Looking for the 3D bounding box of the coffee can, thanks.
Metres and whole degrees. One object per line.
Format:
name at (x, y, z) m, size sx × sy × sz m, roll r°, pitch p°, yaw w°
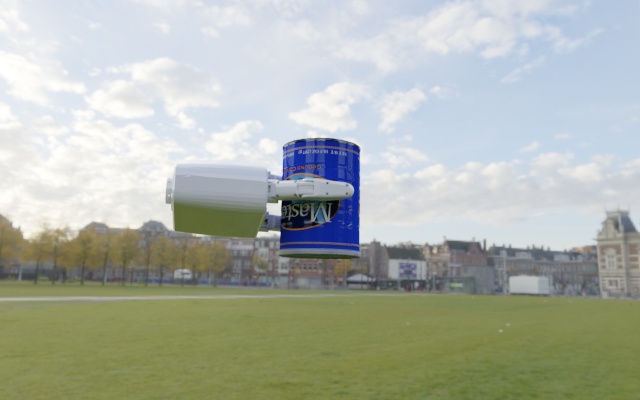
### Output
coffee can at (0.000, 0.002, 0.608) m, size 0.103 × 0.140 × 0.103 m, roll 1°, pitch -10°, yaw 0°
